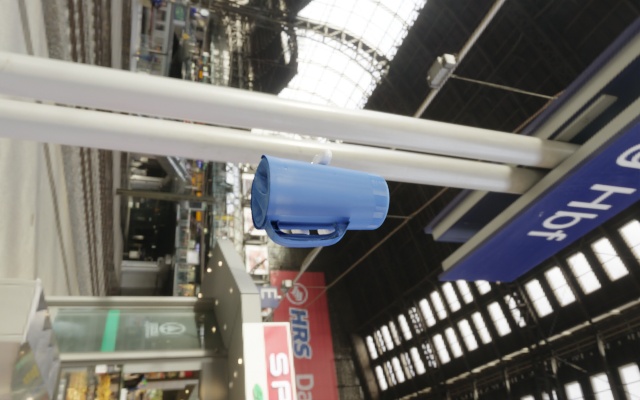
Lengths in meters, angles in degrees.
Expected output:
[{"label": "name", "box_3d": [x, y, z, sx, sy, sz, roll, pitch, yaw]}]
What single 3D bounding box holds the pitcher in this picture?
[{"label": "pitcher", "box_3d": [0.000, 0.003, 0.875, 0.243, 0.149, 0.145, 5, 5, -21]}]
